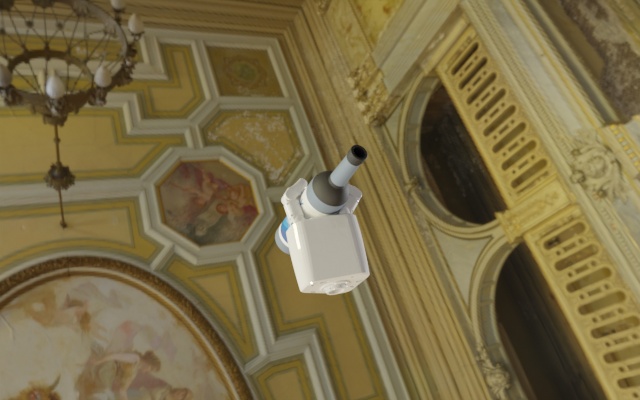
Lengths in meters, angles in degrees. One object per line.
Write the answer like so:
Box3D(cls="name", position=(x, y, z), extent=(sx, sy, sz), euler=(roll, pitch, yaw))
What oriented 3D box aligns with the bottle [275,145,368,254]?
Box3D(cls="bottle", position=(0.000, 0.003, 0.803), extent=(0.069, 0.069, 0.296), euler=(0, -29, -26))
